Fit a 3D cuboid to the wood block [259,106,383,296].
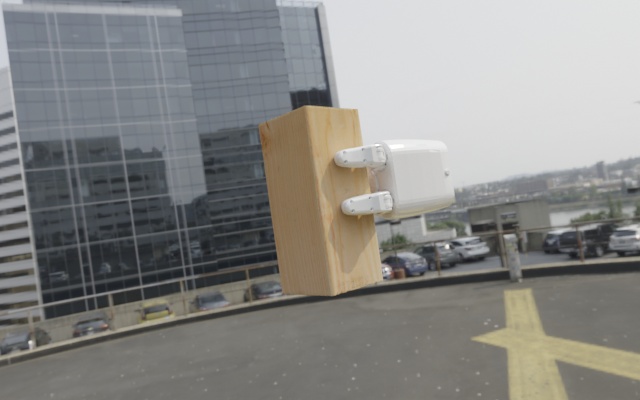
[{"bbox_3d":[0.000,0.002,0.570,0.090,0.206,0.091,-7,-2,-42],"label":"wood block"}]
